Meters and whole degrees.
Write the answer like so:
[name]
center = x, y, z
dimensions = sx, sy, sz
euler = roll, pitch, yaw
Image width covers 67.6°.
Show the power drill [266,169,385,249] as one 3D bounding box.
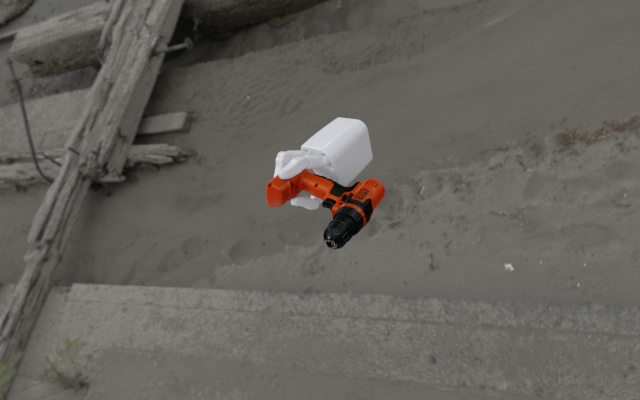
[power drill]
center = 0.000, 0.002, 0.846
dimensions = 0.187, 0.057, 0.184
euler = 20, 39, 22
